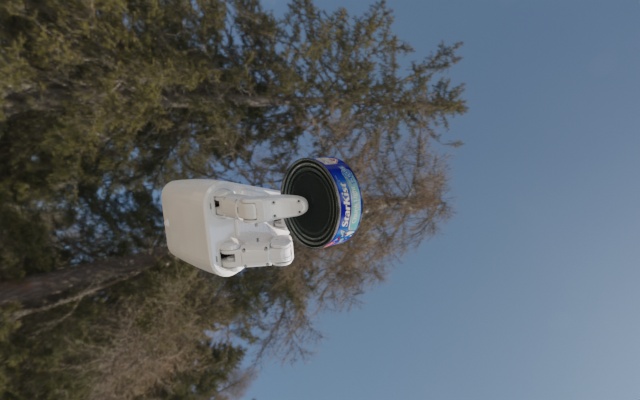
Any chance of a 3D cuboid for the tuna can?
[{"bbox_3d":[0.001,0.001,0.453,0.034,0.086,0.086,-9,6,-40],"label":"tuna can"}]
